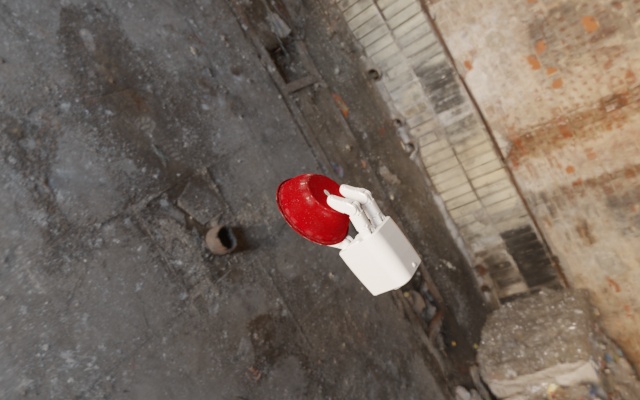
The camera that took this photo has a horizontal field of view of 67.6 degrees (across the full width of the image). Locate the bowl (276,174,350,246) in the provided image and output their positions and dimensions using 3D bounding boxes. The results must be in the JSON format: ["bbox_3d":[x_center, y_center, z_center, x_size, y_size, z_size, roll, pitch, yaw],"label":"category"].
[{"bbox_3d":[-0.001,0.002,0.890,0.162,0.162,0.055,0,-39,-42],"label":"bowl"}]
